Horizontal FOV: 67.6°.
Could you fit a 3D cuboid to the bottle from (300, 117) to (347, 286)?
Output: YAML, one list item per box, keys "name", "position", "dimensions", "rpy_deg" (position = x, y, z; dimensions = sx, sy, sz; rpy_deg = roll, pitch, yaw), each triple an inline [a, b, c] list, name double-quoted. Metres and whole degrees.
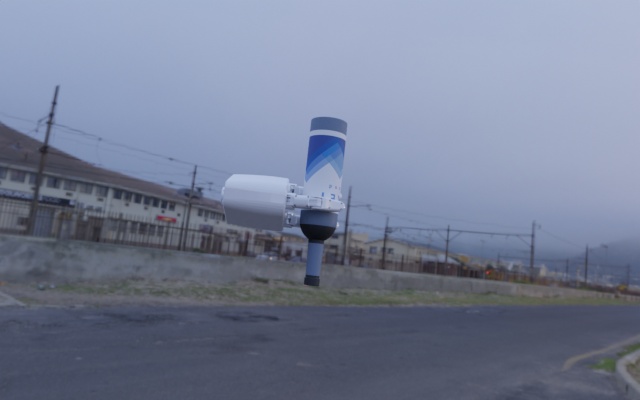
- name: "bottle"
  position: [0.000, 0.003, 0.850]
  dimensions: [0.069, 0.295, 0.069]
  rpy_deg: [6, -7, 1]
